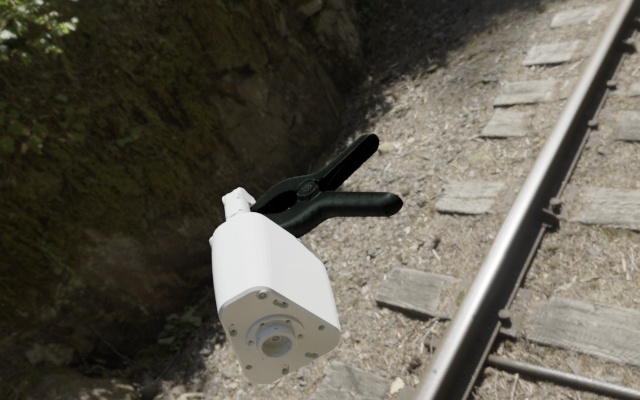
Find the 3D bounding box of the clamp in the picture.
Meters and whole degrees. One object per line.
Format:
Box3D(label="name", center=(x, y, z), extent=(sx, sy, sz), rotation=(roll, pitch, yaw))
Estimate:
Box3D(label="clamp", center=(0.000, 0.001, 0.483), extent=(0.171, 0.039, 0.120), rotation=(-30, 33, 5))
